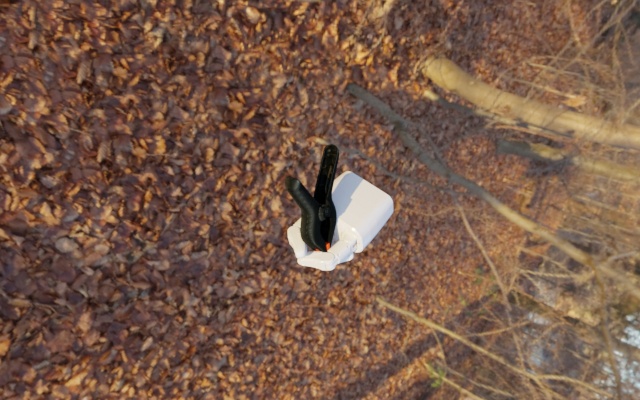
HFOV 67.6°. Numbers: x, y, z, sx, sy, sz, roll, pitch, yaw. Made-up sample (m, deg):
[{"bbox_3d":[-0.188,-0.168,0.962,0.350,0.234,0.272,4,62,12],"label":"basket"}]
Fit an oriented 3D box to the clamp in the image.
[{"bbox_3d":[0.001,0.003,0.723,0.039,0.172,0.120,22,50,32],"label":"clamp"}]
